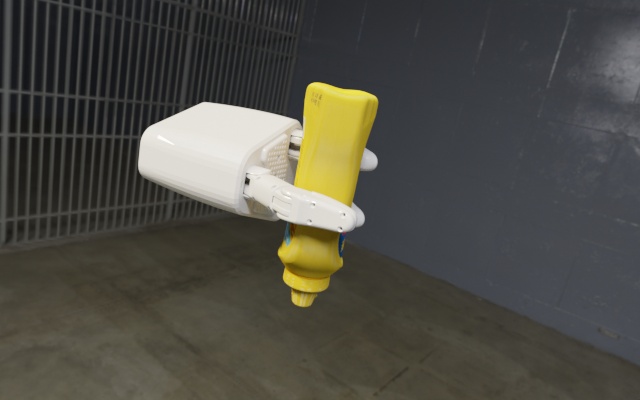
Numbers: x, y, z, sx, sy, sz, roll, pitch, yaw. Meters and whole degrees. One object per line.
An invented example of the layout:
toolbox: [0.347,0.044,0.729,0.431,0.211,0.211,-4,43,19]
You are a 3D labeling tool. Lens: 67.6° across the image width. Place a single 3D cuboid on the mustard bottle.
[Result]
mustard bottle: [0.000,0.001,0.405,0.058,0.192,0.096,10,15,-5]
